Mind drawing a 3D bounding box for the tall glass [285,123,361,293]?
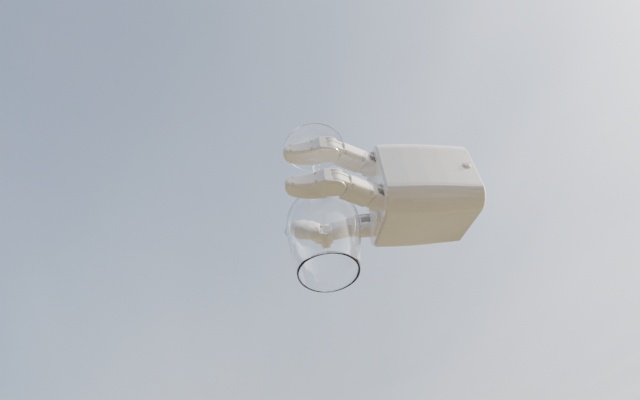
[{"bbox_3d":[0.000,0.001,0.528,0.079,0.079,0.200,0,43,-6],"label":"tall glass"}]
